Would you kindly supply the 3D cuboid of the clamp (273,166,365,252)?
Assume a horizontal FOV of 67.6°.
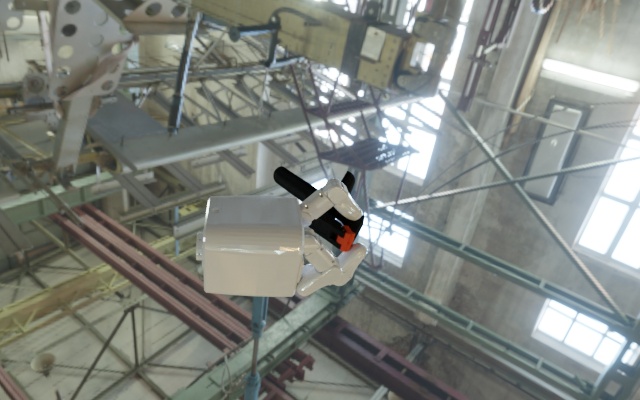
[{"bbox_3d":[0.000,0.003,0.627,0.120,0.039,0.171,2,29,-10],"label":"clamp"}]
